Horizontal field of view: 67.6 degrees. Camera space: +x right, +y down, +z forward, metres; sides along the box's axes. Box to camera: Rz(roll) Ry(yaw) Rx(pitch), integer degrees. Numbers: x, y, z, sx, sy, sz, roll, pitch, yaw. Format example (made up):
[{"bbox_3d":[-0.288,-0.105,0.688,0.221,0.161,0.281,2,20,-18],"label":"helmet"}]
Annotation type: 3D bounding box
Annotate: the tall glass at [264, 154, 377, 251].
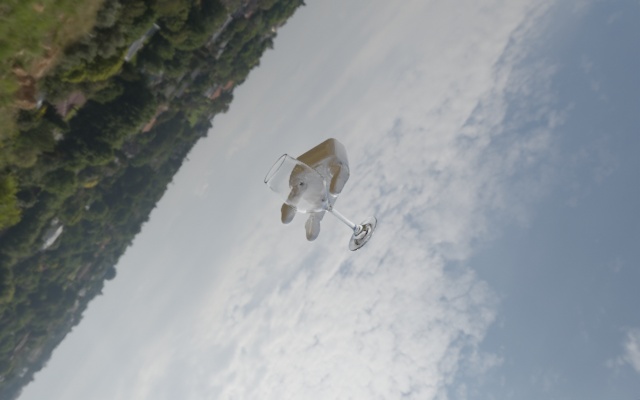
[{"bbox_3d":[0.001,0.003,0.830,0.201,0.079,0.079,37,-12,-17],"label":"tall glass"}]
